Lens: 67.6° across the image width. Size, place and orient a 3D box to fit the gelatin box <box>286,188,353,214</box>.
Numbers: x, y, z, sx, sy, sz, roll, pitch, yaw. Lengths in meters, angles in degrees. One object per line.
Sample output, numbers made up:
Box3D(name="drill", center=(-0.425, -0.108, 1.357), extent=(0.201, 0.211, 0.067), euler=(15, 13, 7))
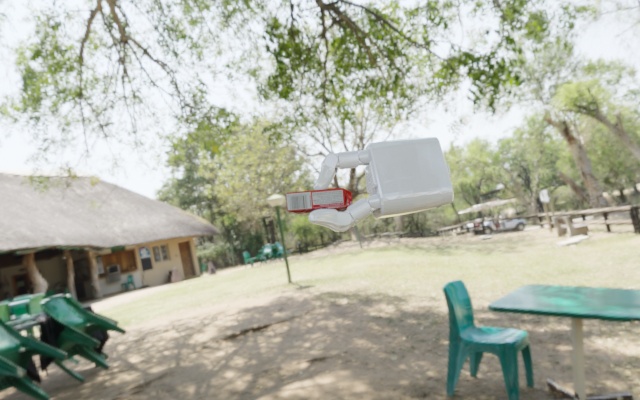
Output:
Box3D(name="gelatin box", center=(0.000, 0.002, 0.713), extent=(0.089, 0.030, 0.073), euler=(-5, -5, 10))
